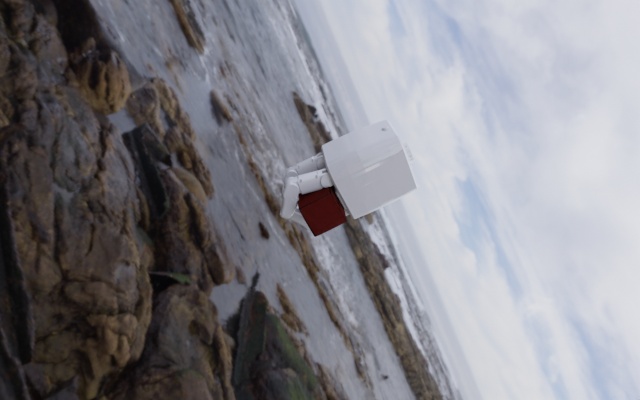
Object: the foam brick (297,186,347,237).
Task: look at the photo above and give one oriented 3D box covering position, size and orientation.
[{"bbox_3d":[0.000,0.002,0.679,0.051,0.053,0.078,-25,29,8],"label":"foam brick"}]
